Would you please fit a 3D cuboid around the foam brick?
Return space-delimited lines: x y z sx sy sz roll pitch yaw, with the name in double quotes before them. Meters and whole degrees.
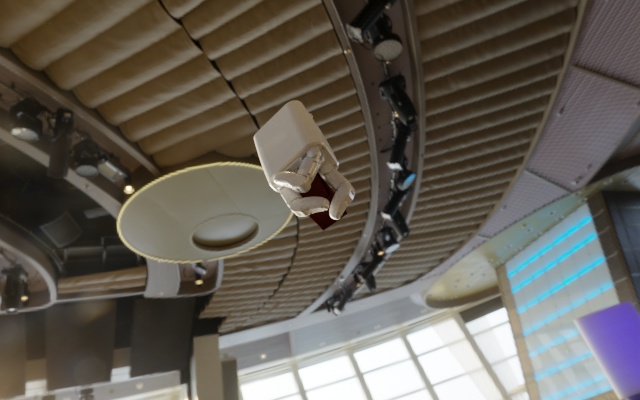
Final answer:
"foam brick" 0.000 0.003 0.780 0.053 0.051 0.078 -34 -35 5
